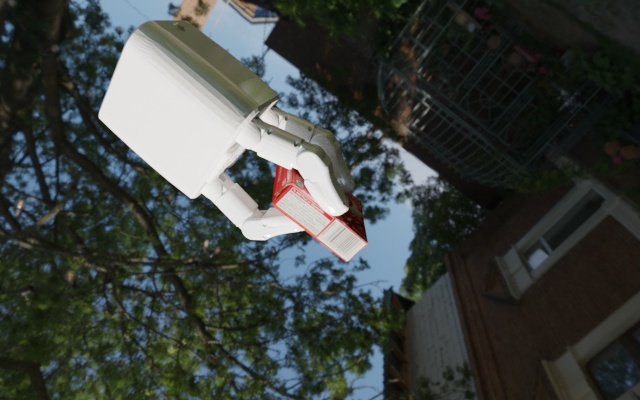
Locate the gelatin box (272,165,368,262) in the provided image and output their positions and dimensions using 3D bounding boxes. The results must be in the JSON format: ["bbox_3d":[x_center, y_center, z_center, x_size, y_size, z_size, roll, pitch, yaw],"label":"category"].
[{"bbox_3d":[0.000,0.002,0.423,0.089,0.030,0.073,39,22,-20],"label":"gelatin box"}]
